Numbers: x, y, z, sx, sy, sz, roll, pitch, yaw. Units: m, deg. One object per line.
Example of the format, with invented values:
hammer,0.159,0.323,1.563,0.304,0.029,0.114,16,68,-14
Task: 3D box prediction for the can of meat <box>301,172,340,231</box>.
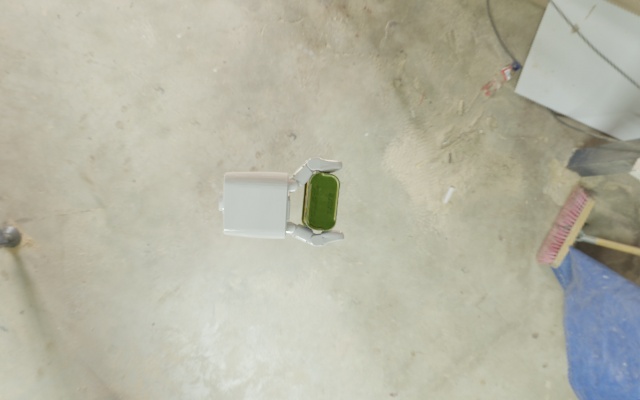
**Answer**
can of meat,0.000,0.003,0.823,0.057,0.102,0.084,5,-1,-5
